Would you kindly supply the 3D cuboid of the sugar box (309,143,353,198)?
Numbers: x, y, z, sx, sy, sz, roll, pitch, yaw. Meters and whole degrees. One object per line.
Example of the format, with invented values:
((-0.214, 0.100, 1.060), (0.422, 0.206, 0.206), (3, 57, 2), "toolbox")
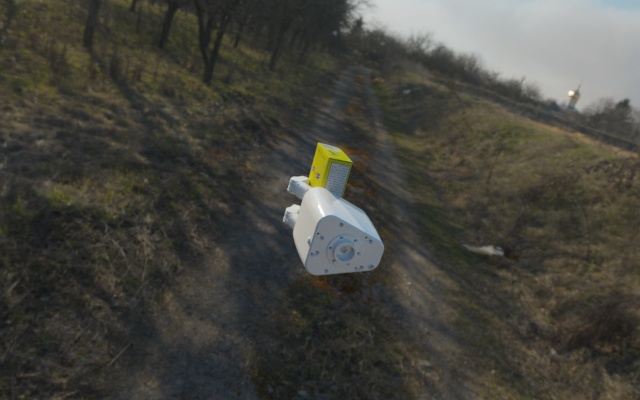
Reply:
((0.000, 0.002, 0.788), (0.048, 0.176, 0.093), (13, 18, -16), "sugar box")
